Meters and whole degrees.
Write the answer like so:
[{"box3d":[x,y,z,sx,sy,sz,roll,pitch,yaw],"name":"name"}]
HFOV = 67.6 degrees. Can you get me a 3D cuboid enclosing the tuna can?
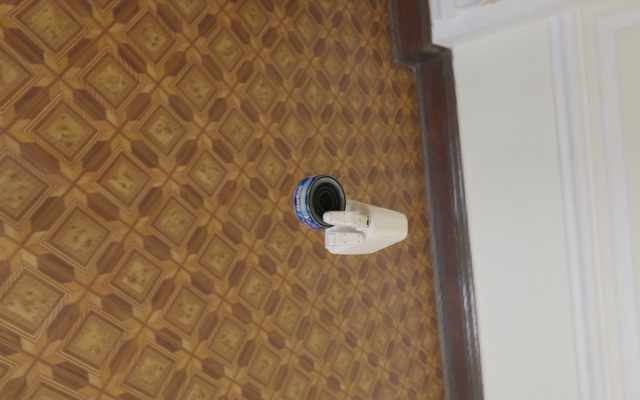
[{"box3d":[0.000,0.002,0.747,0.086,0.086,0.034,0,-3,-42],"name":"tuna can"}]
